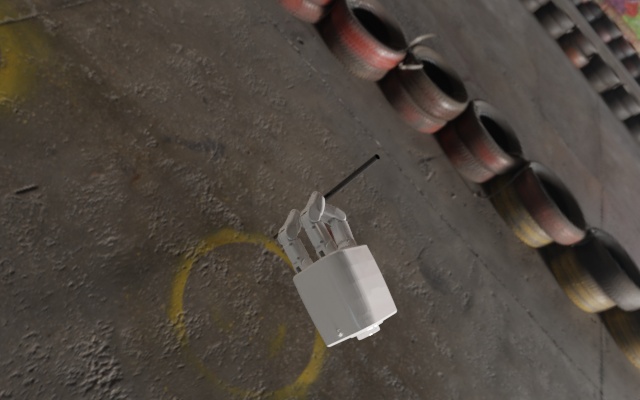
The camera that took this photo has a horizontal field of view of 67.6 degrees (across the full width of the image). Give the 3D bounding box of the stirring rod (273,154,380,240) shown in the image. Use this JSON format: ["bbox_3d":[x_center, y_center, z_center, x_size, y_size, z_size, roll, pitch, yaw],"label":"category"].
[{"bbox_3d":[0.000,0.002,0.676,0.011,0.011,0.240,0,-28,-42],"label":"stirring rod"}]
